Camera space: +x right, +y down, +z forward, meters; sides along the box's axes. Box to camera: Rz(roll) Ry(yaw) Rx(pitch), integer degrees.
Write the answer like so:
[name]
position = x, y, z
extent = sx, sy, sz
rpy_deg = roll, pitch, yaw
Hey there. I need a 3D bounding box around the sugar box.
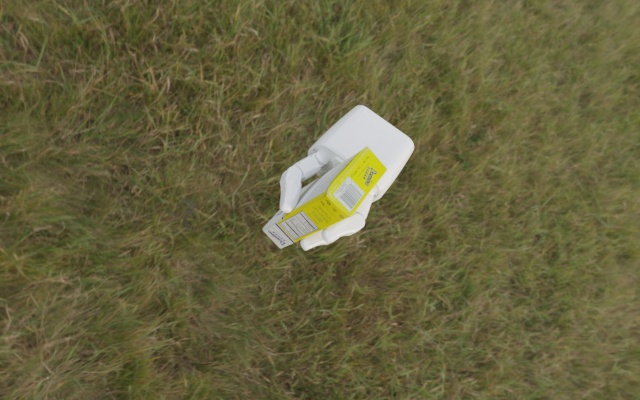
[sugar box]
position = 0.001, 0.002, 0.618
extent = 0.093, 0.048, 0.176
rpy_deg = -48, 9, -33
